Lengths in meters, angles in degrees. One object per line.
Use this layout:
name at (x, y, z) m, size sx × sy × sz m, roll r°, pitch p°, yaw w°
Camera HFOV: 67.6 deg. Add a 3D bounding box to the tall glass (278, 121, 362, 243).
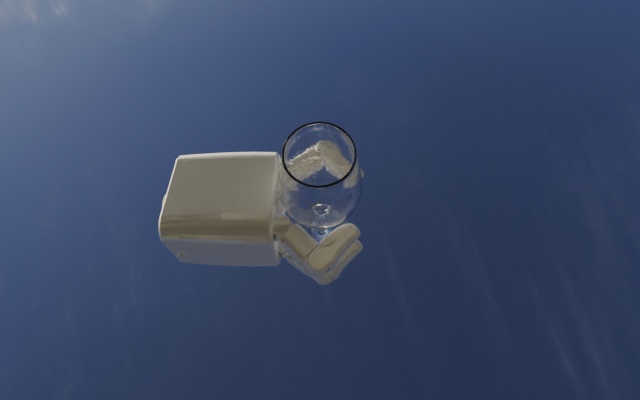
tall glass at (0.000, 0.002, 0.480) m, size 0.079 × 0.079 × 0.201 m, roll 0°, pitch -24°, yaw 1°
